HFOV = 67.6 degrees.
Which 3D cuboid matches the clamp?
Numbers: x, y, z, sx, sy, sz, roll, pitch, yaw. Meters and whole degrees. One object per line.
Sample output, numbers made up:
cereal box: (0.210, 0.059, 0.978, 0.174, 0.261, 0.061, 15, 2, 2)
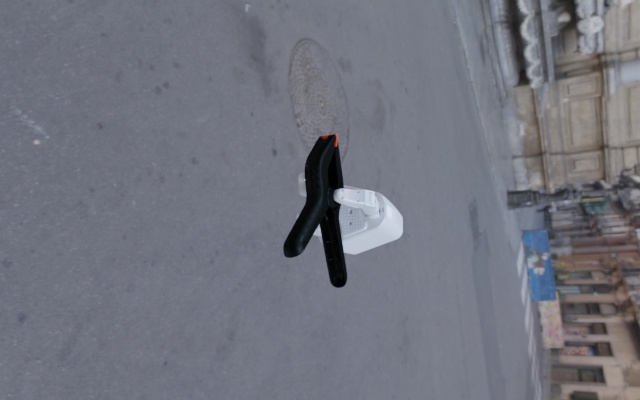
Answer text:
clamp: (0.001, 0.002, 0.634, 0.036, 0.210, 0.164, -5, -17, 22)
